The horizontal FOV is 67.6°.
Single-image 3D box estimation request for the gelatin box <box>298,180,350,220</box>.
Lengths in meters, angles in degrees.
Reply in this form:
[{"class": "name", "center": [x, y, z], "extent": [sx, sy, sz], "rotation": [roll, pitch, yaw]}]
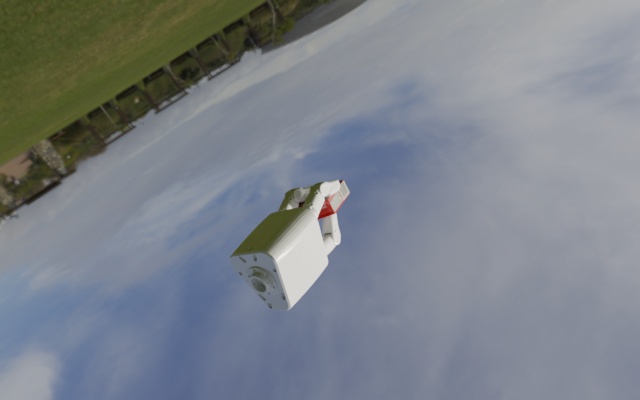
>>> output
[{"class": "gelatin box", "center": [0.000, 0.003, 0.796], "extent": [0.073, 0.030, 0.089], "rotation": [-18, 16, 28]}]
